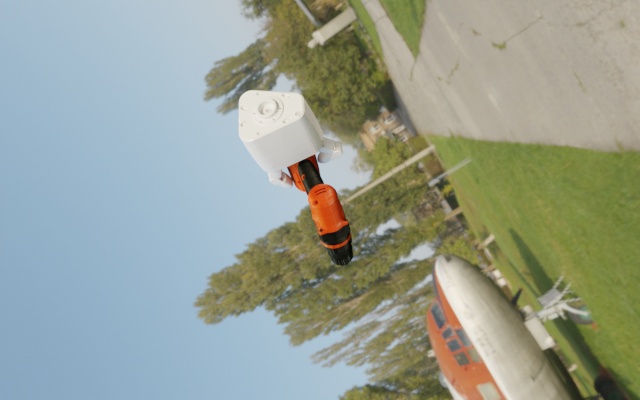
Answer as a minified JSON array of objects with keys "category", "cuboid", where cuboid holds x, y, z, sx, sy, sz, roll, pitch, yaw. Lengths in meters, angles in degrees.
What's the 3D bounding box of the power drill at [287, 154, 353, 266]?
[{"category":"power drill","cuboid":[0.000,0.002,0.823,0.057,0.185,0.187,-23,46,-6]}]
